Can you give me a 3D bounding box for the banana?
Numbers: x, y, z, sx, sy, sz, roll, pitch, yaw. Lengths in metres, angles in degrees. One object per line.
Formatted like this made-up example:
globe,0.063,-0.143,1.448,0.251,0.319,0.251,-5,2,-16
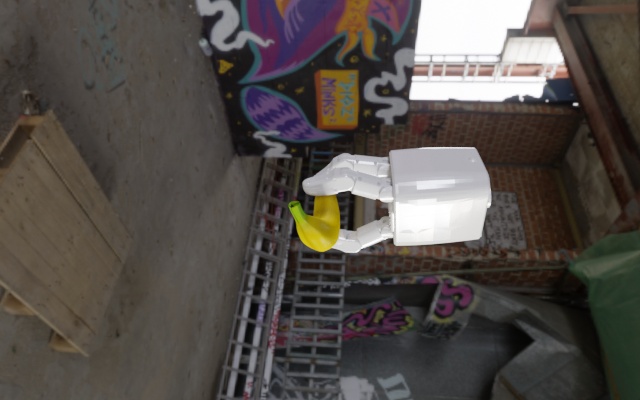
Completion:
banana,0.002,0.021,0.576,0.037,0.069,0.198,-8,6,9
